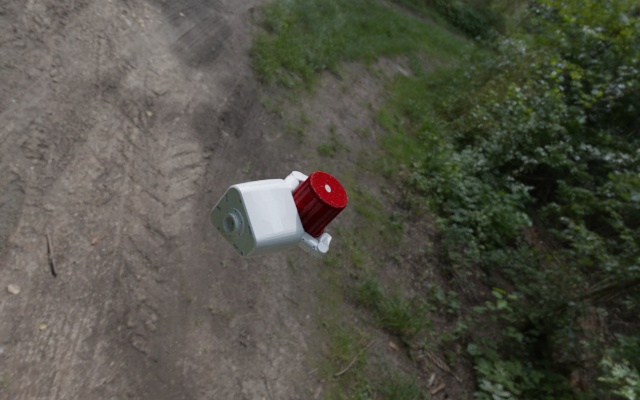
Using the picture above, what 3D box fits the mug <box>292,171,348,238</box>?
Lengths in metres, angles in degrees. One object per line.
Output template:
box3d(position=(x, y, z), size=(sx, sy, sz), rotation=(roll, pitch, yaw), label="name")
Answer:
box3d(position=(0.001, 0.002, 0.832), size=(0.117, 0.093, 0.081), rotation=(-11, -28, -50), label="mug")
